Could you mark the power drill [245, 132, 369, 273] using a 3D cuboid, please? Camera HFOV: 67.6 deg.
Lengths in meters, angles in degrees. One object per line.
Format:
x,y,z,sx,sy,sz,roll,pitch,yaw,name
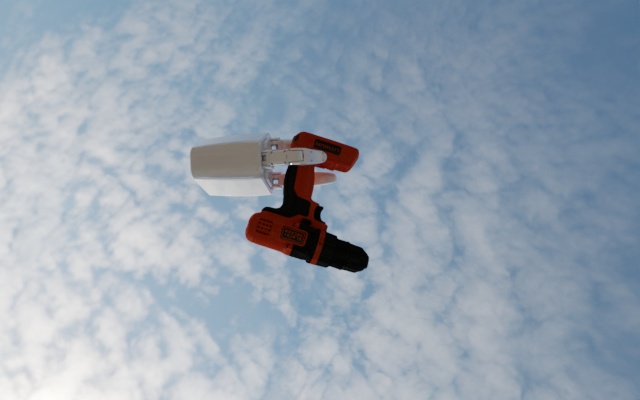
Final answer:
0.000,0.002,0.713,0.184,0.187,0.057,18,-21,-6,power drill
